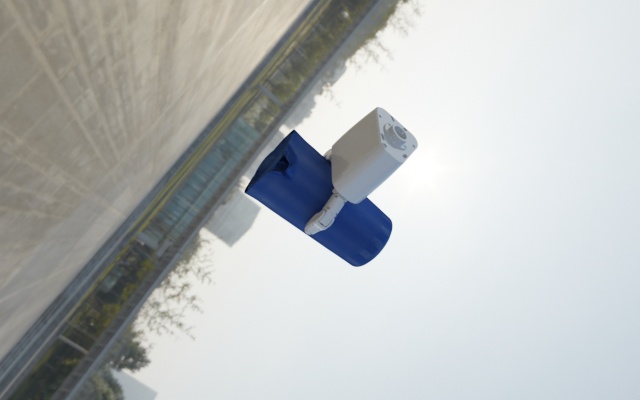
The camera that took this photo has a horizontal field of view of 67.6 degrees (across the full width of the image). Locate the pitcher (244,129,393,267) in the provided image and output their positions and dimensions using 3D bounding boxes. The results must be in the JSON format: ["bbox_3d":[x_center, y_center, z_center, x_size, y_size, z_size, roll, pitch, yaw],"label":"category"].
[{"bbox_3d":[0.000,0.003,0.820,0.145,0.243,0.149,-41,17,37],"label":"pitcher"}]
